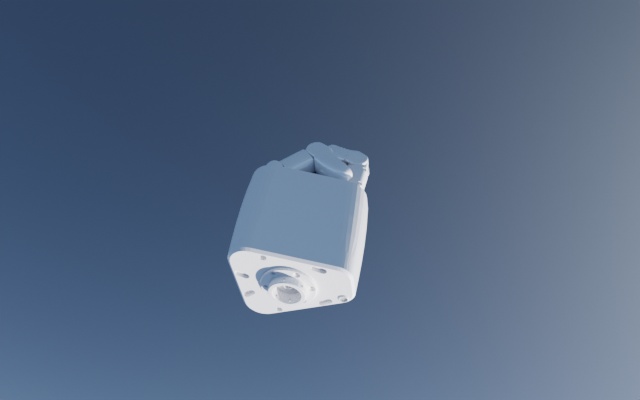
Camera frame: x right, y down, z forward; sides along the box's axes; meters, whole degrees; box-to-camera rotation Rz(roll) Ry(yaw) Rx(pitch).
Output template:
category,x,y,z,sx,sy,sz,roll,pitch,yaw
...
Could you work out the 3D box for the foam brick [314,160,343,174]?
category,x,y,z,sx,sy,sz,roll,pitch,yaw
foam brick,0.000,0.002,0.516,0.053,0.078,0.051,0,43,11
